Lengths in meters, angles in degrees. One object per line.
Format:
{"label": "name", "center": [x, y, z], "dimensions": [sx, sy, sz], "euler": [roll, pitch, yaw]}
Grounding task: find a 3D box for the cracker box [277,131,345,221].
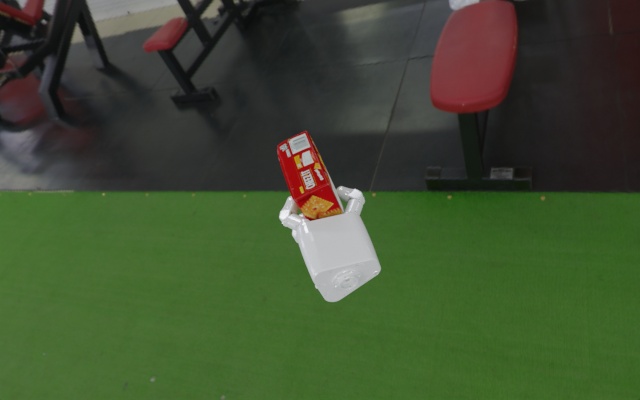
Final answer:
{"label": "cracker box", "center": [0.000, 0.003, 0.894], "dimensions": [0.072, 0.164, 0.214], "euler": [-24, -46, 3]}
